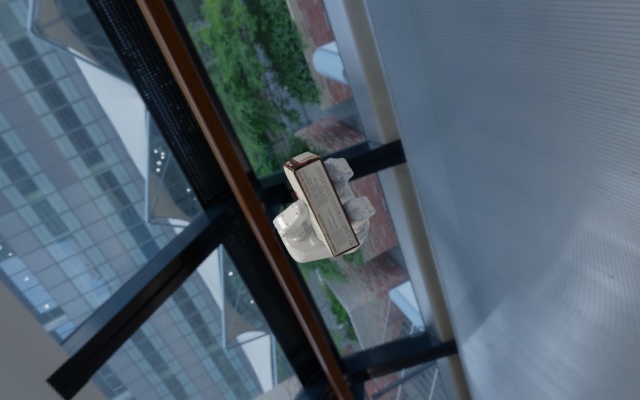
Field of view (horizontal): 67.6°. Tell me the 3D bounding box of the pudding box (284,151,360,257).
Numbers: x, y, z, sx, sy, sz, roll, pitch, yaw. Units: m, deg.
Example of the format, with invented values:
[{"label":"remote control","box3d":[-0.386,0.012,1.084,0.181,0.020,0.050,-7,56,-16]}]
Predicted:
[{"label":"pudding box","box3d":[0.000,0.002,0.559,0.039,0.113,0.090,-28,13,-6]}]
